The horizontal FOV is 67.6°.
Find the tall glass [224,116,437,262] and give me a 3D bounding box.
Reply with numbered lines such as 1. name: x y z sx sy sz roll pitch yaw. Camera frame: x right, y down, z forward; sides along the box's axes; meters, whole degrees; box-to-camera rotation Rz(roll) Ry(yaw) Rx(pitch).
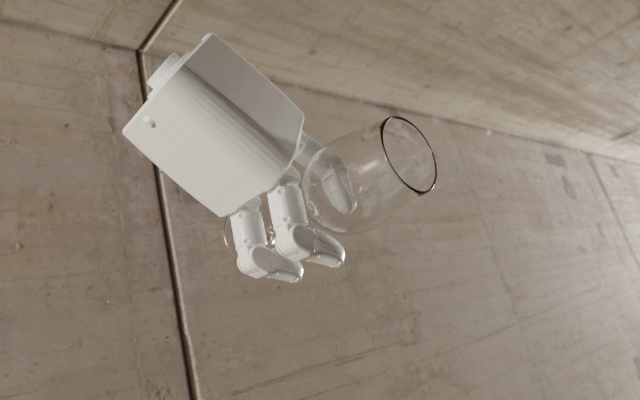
1. tall glass: 0.000 0.002 0.411 0.079 0.079 0.201 0 -21 -44
